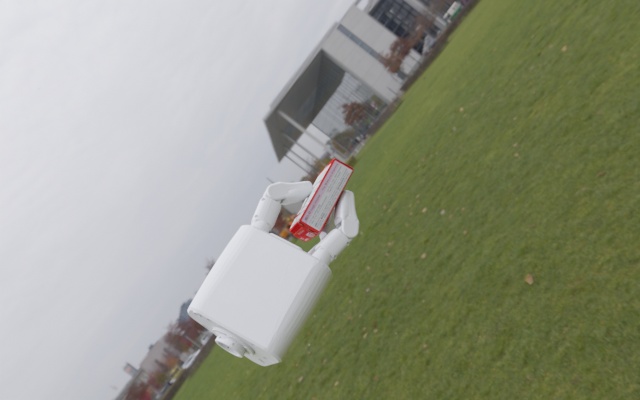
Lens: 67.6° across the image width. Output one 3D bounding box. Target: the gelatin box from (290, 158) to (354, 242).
[{"bbox_3d":[0.000,0.001,0.560,0.030,0.089,0.073,30,-15,-6],"label":"gelatin box"}]
